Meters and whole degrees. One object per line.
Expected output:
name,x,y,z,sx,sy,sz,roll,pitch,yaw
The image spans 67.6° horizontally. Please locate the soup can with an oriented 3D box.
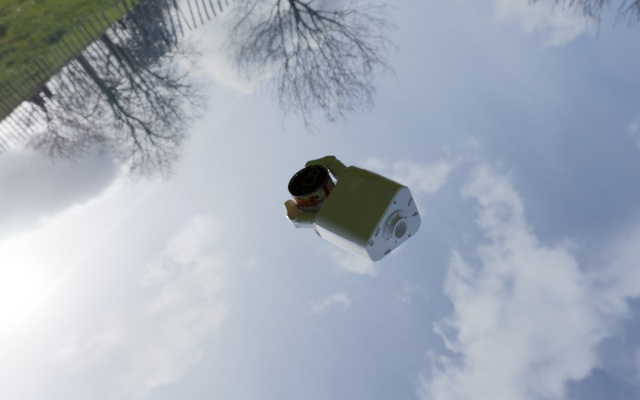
soup can,0.000,0.003,0.762,0.068,0.068,0.102,0,-42,32
